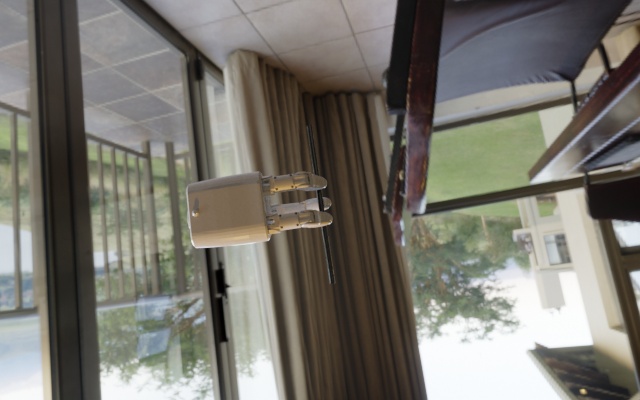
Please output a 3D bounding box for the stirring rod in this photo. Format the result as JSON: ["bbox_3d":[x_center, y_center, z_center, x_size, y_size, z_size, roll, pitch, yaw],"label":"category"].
[{"bbox_3d":[0.000,0.002,0.710,0.011,0.239,0.011,-8,-10,-2],"label":"stirring rod"}]
